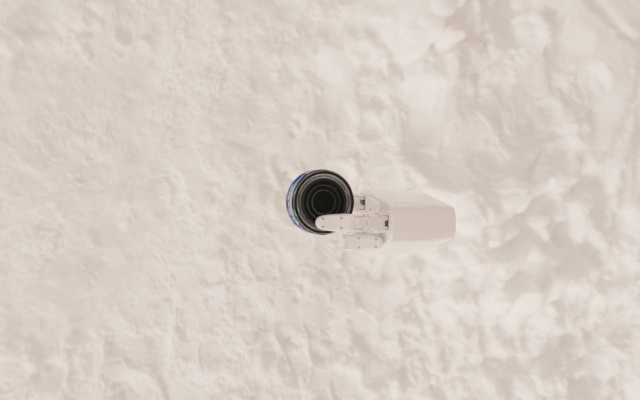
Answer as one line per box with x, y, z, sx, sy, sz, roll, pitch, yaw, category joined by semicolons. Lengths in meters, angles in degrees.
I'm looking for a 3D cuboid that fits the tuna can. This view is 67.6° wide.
0.000;0.002;0.622;0.086;0.086;0.034;0;1;-18;tuna can
